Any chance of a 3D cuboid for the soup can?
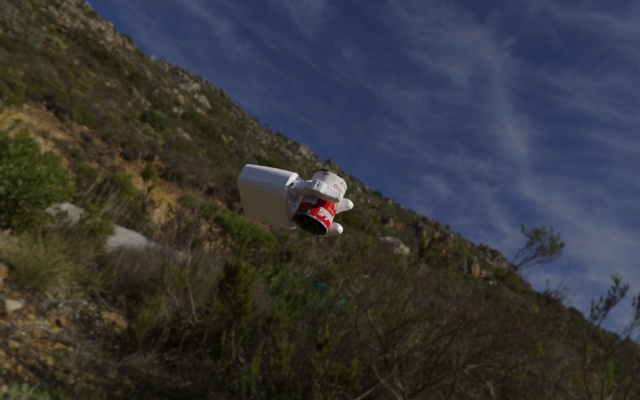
[{"bbox_3d":[0.001,0.003,0.872,0.068,0.102,0.068,20,-28,11],"label":"soup can"}]
